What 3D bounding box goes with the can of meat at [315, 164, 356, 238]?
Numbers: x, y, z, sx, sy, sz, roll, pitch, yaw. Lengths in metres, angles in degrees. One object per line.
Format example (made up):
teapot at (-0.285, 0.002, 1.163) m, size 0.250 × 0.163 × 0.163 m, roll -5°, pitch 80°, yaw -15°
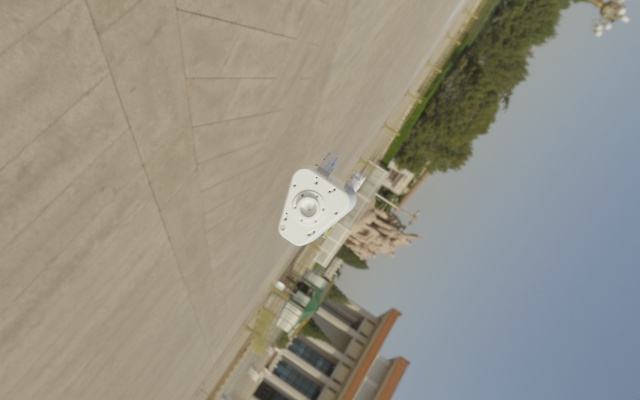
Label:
can of meat at (0.000, 0.003, 0.825) m, size 0.084 × 0.102 × 0.057 m, roll 34°, pitch 4°, yaw 5°
